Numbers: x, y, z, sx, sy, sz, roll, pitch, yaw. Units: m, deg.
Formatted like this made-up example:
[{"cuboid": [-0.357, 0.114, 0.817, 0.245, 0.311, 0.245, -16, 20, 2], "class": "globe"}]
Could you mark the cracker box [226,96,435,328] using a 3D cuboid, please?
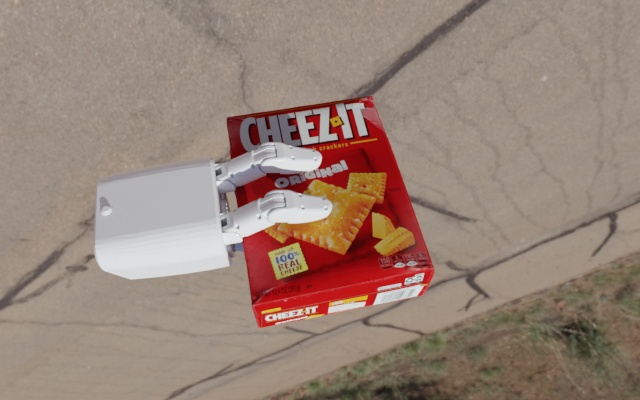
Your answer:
[{"cuboid": [0.000, 0.002, 0.478, 0.164, 0.213, 0.072, -9, -31, -7], "class": "cracker box"}]
